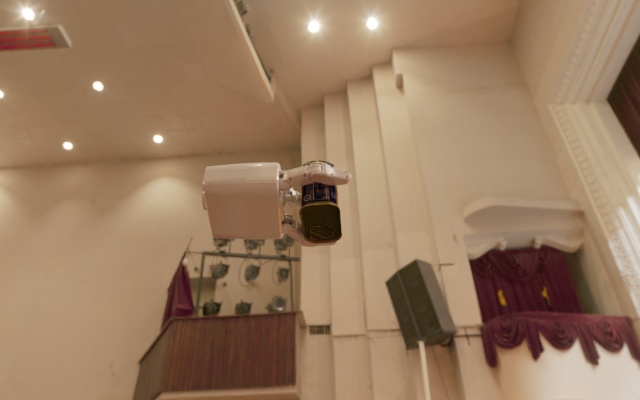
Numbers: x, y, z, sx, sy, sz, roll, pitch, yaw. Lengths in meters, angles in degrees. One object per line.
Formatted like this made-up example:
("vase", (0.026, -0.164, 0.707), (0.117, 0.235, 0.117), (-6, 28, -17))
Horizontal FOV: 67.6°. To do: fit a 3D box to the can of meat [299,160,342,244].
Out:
("can of meat", (0.000, 0.002, 0.714), (0.057, 0.084, 0.102), (-4, -37, 3))
